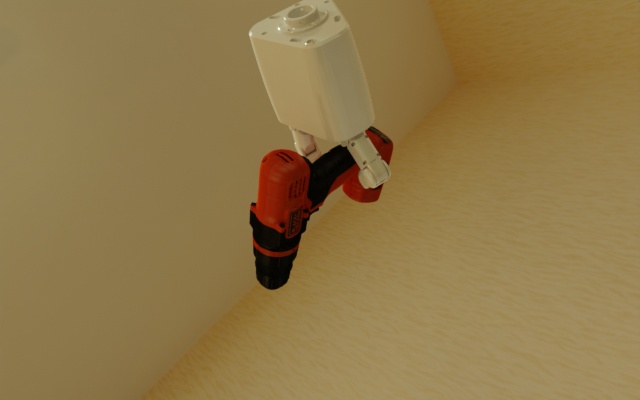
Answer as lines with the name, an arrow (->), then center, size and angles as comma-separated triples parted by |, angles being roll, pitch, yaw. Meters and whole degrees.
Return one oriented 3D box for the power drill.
power drill -> 0.000, 0.001, 0.548 | 0.057, 0.185, 0.187 | 35, 46, 25
